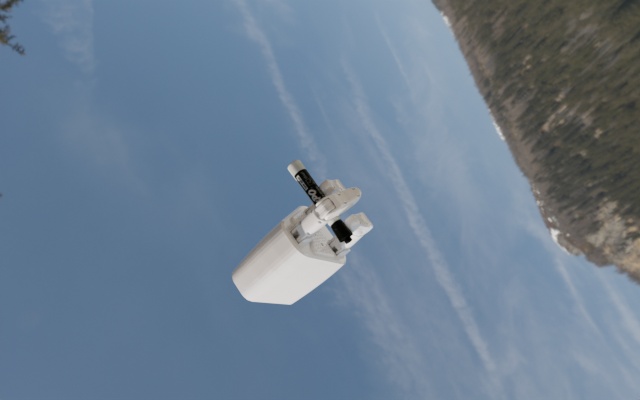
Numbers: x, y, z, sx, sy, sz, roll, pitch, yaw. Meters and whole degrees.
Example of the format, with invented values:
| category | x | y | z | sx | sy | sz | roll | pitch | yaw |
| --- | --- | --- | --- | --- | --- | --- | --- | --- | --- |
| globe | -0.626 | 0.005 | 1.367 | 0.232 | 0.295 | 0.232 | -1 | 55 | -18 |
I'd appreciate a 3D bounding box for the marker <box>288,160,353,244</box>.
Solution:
| category | x | y | z | sx | sy | sz | roll | pitch | yaw |
| --- | --- | --- | --- | --- | --- | --- | --- | --- | --- |
| marker | 0.000 | 0.002 | 0.576 | 0.020 | 0.121 | 0.020 | -32 | -18 | -12 |
